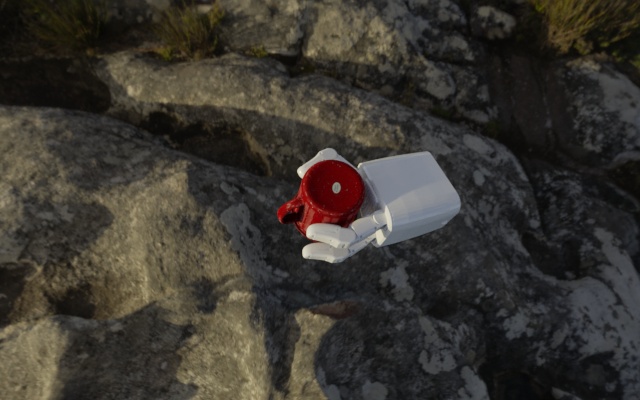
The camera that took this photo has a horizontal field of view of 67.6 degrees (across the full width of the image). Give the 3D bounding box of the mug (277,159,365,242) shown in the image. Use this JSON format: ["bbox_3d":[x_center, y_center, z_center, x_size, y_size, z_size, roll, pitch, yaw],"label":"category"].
[{"bbox_3d":[-0.001,0.002,0.622,0.117,0.093,0.081,-14,-22,-15],"label":"mug"}]
